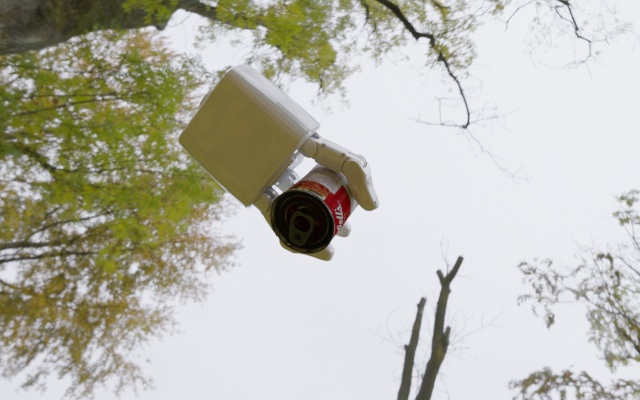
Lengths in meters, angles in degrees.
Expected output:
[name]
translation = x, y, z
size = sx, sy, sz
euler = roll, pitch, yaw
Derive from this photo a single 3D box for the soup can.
[soup can]
translation = 0.001, 0.002, 0.499
size = 0.068, 0.068, 0.102
euler = 0, 23, 24
